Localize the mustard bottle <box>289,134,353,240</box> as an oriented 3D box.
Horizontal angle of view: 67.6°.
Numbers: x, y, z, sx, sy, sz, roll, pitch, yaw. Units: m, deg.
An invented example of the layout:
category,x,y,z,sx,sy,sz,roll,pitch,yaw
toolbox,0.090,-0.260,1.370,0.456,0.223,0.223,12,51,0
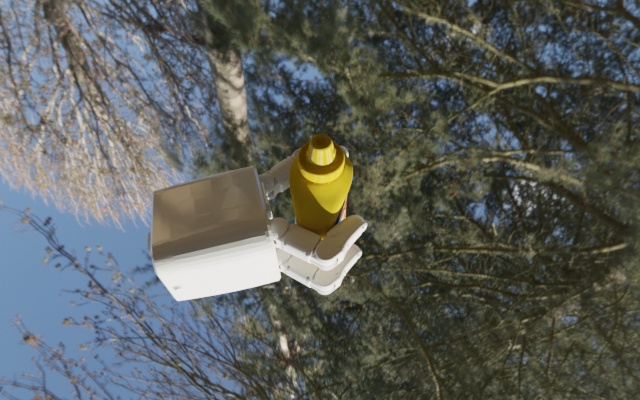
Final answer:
category,x,y,z,sx,sy,sz,roll,pitch,yaw
mustard bottle,0.000,0.002,0.477,0.058,0.096,0.192,9,-32,6
